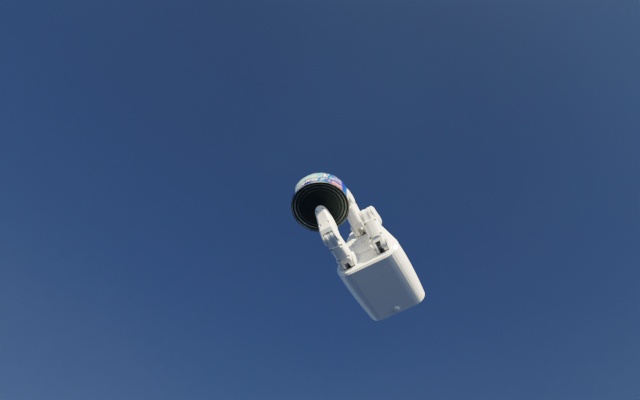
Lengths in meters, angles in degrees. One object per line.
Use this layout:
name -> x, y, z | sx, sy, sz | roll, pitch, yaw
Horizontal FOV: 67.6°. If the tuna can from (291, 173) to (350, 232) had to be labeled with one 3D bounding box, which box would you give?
tuna can -> 0.000, 0.002, 0.710 | 0.086, 0.086, 0.033 | 0, 31, 2
